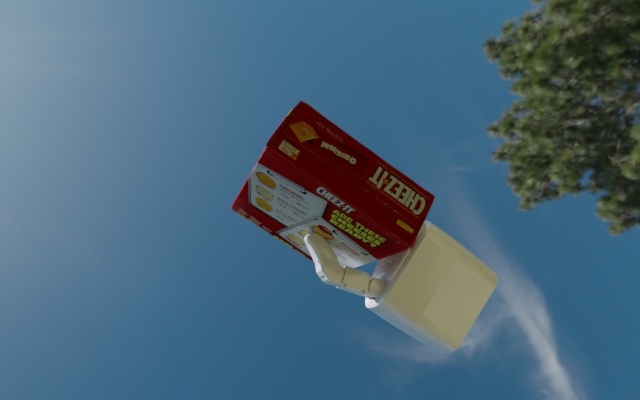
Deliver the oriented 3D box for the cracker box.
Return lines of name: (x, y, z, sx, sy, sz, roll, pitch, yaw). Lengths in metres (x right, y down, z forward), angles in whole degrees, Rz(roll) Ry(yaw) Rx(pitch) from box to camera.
cracker box: (0.000, 0.002, 0.535, 0.164, 0.072, 0.214, 34, -24, -7)
